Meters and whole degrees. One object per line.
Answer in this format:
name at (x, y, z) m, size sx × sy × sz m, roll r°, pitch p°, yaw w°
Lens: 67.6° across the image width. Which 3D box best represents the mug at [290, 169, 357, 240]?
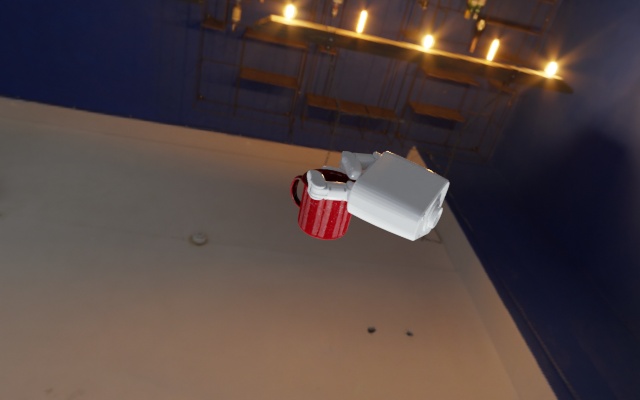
mug at (-0.001, 0.002, 0.753) m, size 0.117 × 0.081 × 0.093 m, roll 26°, pitch 32°, yaw 23°
